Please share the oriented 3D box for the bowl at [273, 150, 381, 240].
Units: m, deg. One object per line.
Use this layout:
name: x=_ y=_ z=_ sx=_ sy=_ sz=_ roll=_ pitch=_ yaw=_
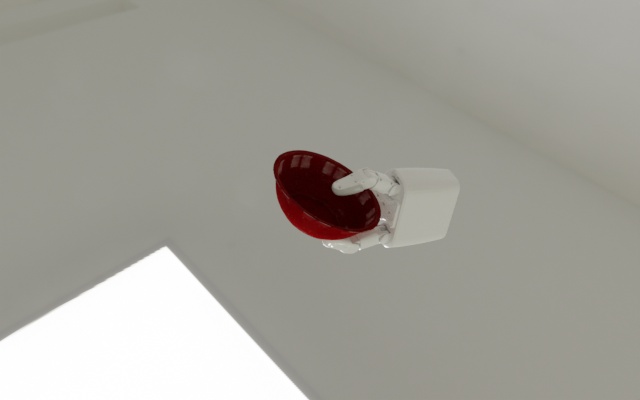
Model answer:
bowl: x=-0.001 y=0.002 z=0.653 sx=0.162 sy=0.055 sz=0.162 roll=23 pitch=33 yaw=-16
